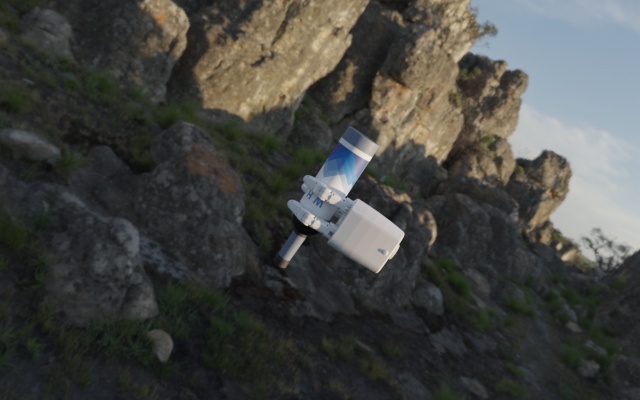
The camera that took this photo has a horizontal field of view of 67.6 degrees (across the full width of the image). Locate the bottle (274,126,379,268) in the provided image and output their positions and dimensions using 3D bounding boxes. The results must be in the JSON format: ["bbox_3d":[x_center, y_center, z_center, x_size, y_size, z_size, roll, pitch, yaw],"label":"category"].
[{"bbox_3d":[0.000,0.003,0.895,0.069,0.296,0.069,32,12,-8],"label":"bottle"}]
